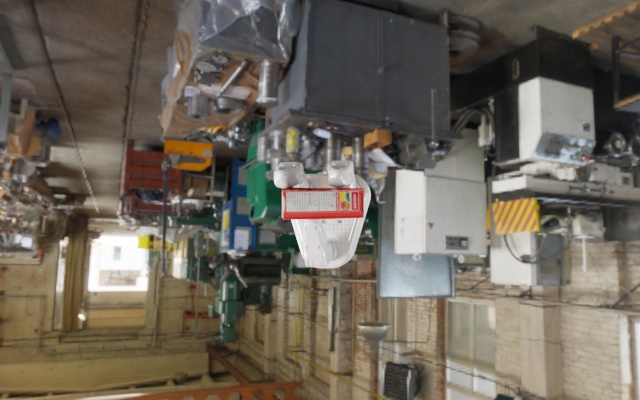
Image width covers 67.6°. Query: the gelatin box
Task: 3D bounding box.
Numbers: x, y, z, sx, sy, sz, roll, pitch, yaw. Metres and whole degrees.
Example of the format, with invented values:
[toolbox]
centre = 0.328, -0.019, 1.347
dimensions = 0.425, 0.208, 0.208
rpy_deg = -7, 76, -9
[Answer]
[gelatin box]
centre = 0.000, 0.002, 0.463
dimensions = 0.073, 0.030, 0.089
rpy_deg = 0, 1, -3
